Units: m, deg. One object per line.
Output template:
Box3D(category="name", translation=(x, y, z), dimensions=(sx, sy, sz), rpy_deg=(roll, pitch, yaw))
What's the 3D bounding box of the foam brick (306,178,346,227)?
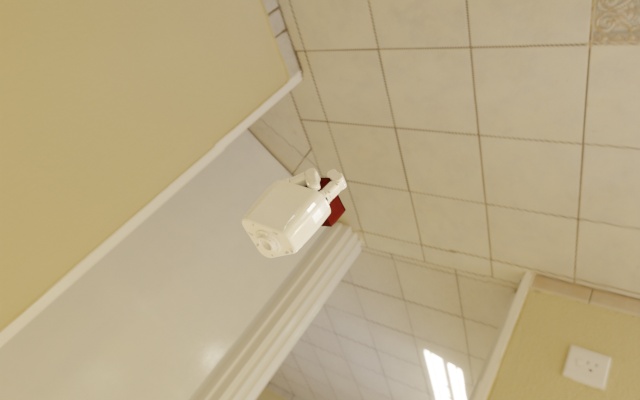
Box3D(category="foam brick", translation=(0.000, 0.003, 0.875), dimensions=(0.053, 0.078, 0.051), rpy_deg=(2, 41, 42))
